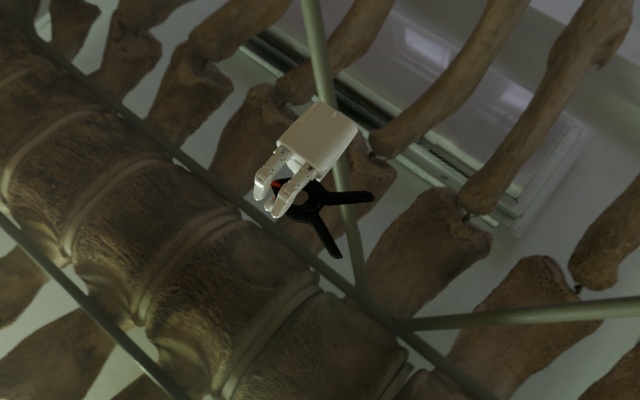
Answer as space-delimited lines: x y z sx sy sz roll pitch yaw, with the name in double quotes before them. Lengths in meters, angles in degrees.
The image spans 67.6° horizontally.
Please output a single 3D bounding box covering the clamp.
"clamp" 0.000 0.003 0.784 0.171 0.120 0.039 36 -13 15
